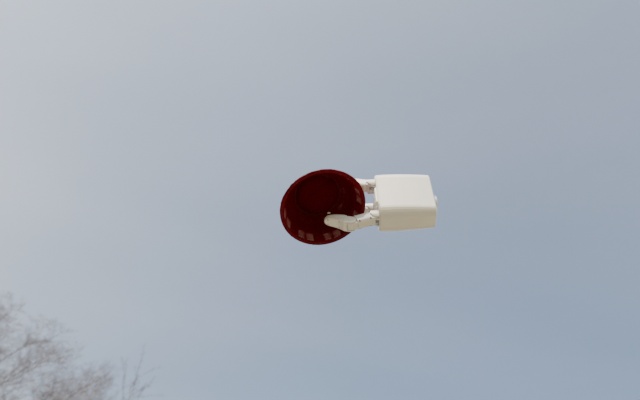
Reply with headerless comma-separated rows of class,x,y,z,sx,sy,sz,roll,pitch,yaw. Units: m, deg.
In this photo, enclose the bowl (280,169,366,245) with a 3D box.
bowl,-0.001,0.003,0.897,0.162,0.162,0.055,0,30,-14
